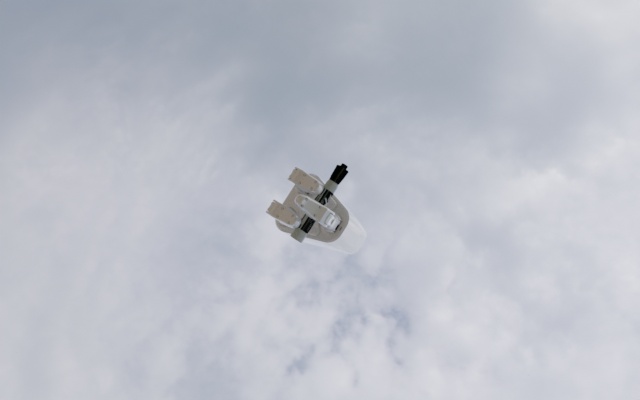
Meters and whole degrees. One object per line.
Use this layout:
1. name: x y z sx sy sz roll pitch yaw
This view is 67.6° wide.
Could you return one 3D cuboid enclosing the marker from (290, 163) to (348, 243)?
1. marker: 0.000 0.002 0.642 0.020 0.121 0.020 33 -3 2
